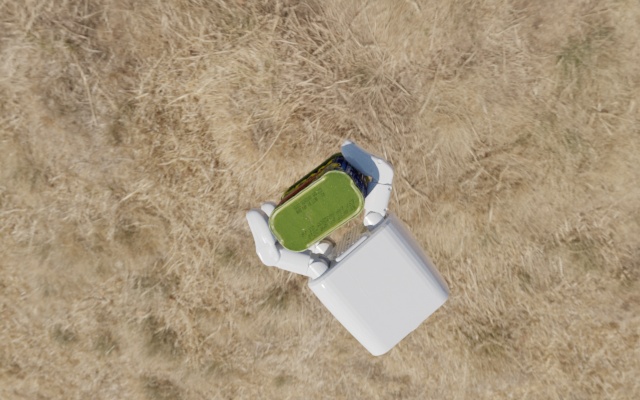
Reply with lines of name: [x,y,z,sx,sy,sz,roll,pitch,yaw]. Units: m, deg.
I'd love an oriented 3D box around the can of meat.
can of meat: [0.000,0.002,0.494,0.102,0.057,0.084,-35,8,14]
